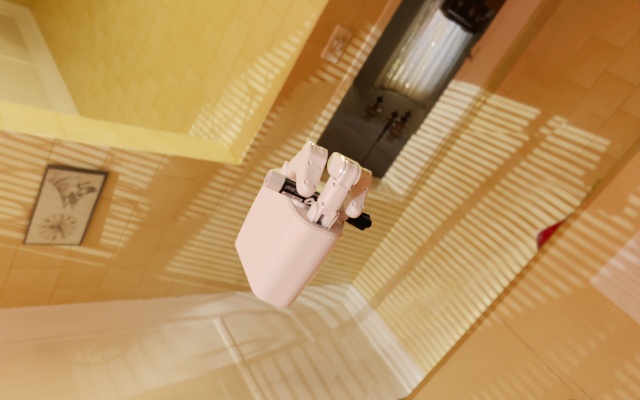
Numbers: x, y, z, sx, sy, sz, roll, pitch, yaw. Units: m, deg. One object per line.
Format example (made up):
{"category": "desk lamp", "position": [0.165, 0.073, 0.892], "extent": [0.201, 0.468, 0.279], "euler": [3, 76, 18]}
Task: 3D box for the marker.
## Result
{"category": "marker", "position": [0.000, 0.002, 0.485], "extent": [0.121, 0.020, 0.020], "euler": [25, -8, -19]}
